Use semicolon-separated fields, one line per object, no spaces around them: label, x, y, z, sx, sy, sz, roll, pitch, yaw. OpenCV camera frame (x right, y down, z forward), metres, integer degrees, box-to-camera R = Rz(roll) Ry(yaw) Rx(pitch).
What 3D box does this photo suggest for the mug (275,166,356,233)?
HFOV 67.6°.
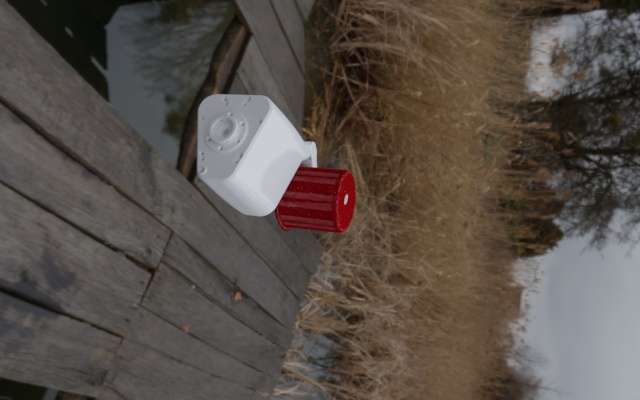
mug;0.001;0.003;0.632;0.081;0.093;0.117;6;-18;20
